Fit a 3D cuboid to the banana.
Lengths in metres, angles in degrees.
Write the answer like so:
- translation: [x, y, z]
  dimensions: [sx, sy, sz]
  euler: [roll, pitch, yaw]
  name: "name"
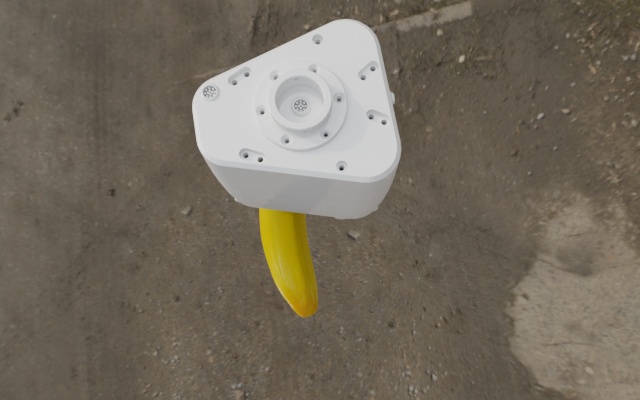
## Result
- translation: [-0.017, -0.006, 0.399]
  dimensions: [0.069, 0.197, 0.037]
  euler: [14, -13, -9]
  name: "banana"
